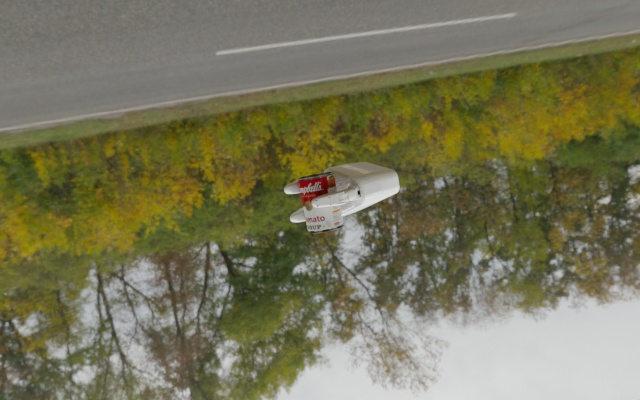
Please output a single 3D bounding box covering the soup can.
[{"bbox_3d":[0.000,0.003,0.880,0.068,0.102,0.068,-10,7,1],"label":"soup can"}]
